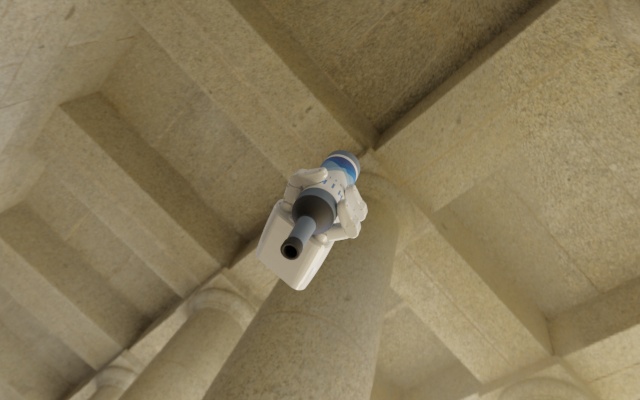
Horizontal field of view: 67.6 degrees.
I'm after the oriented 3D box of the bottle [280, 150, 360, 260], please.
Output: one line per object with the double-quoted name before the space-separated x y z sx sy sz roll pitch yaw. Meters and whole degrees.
"bottle" 0.000 0.002 0.742 0.069 0.069 0.295 0 26 17
